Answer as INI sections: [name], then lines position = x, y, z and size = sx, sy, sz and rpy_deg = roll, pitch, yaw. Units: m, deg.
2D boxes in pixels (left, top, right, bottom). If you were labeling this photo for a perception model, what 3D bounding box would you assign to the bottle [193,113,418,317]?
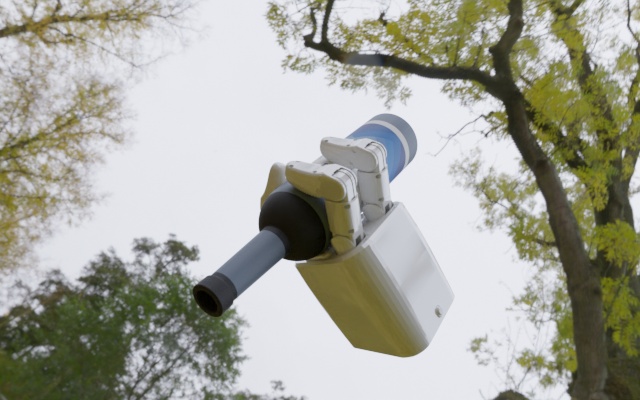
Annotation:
[bottle]
position = 0.000, 0.001, 0.431
size = 0.069, 0.069, 0.295
rpy_deg = 0, 27, 37
